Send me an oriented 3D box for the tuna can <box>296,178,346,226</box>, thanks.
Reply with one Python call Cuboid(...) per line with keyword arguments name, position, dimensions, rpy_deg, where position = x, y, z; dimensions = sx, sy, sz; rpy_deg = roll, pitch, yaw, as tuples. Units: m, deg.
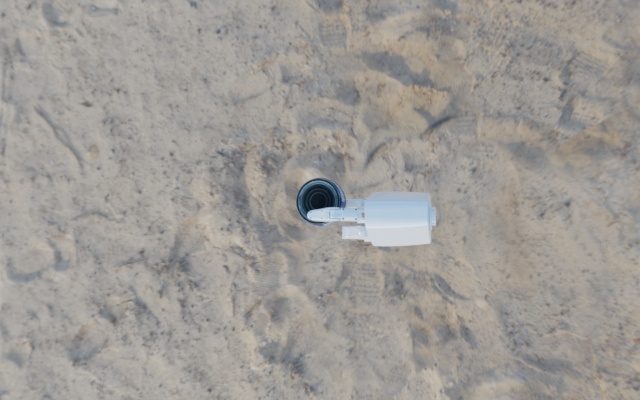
Cuboid(name="tuna can", position=(0.000, 0.003, 0.854), dimensions=(0.086, 0.086, 0.034), rpy_deg=(0, -5, 18))
